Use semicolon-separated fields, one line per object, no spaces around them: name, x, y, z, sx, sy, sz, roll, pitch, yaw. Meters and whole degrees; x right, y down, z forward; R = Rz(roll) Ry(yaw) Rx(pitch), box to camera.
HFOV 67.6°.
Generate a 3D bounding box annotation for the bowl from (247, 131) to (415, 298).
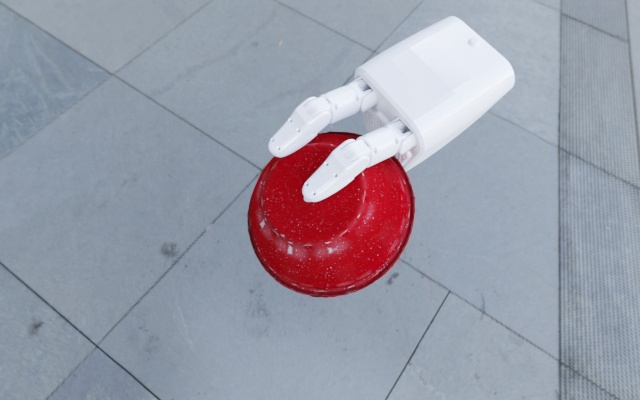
bowl;-0.001;0.002;0.423;0.162;0.162;0.055;0;-17;16
